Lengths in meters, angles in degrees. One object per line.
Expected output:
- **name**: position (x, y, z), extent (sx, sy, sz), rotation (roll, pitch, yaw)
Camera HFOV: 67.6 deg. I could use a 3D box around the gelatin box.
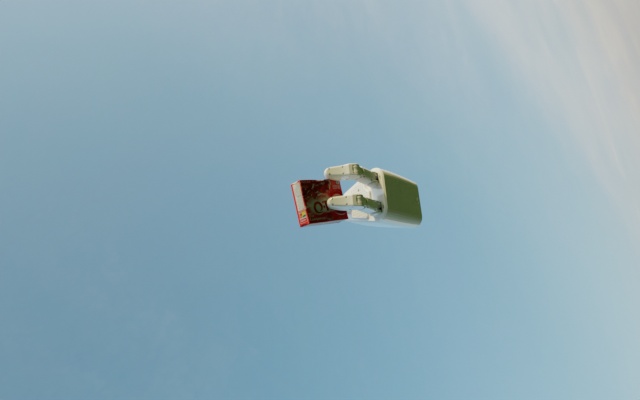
- **gelatin box**: position (0.000, 0.003, 0.787), extent (0.089, 0.073, 0.030), rotation (-4, -12, -40)
